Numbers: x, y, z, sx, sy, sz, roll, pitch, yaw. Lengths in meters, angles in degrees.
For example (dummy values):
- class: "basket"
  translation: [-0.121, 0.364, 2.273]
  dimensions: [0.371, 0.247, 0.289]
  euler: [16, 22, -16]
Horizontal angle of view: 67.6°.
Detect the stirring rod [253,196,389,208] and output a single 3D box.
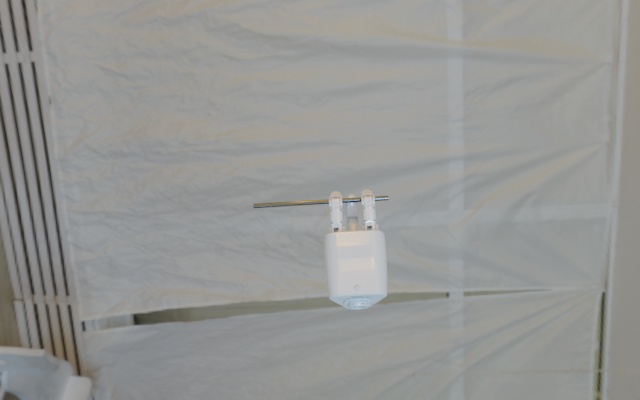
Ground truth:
- class: "stirring rod"
  translation: [0.000, 0.003, 0.850]
  dimensions: [0.239, 0.011, 0.011]
  euler: [-3, 0, 3]
